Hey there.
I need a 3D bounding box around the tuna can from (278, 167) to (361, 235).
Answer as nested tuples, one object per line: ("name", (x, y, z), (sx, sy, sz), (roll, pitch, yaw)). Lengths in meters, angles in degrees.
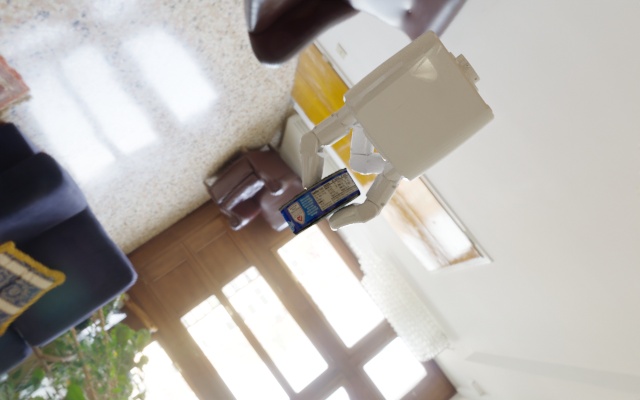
("tuna can", (0.000, 0.002, 0.508), (0.086, 0.034, 0.086), (-32, -3, -2))
